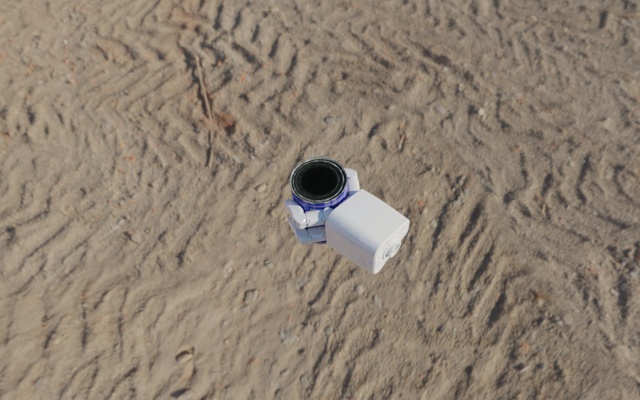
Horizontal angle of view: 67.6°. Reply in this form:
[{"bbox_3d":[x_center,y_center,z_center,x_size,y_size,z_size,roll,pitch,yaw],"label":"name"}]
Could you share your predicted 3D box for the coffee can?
[{"bbox_3d":[0.000,0.003,0.892,0.103,0.102,0.140,0,-35,4],"label":"coffee can"}]
